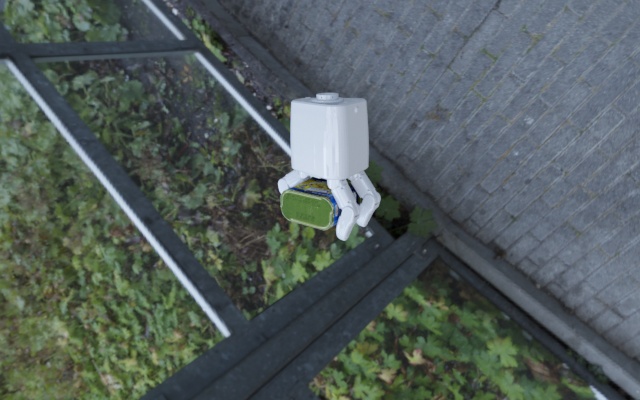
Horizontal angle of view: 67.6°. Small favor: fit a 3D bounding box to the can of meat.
[{"bbox_3d":[0.000,0.003,0.747,0.102,0.057,0.084,13,23,31],"label":"can of meat"}]
